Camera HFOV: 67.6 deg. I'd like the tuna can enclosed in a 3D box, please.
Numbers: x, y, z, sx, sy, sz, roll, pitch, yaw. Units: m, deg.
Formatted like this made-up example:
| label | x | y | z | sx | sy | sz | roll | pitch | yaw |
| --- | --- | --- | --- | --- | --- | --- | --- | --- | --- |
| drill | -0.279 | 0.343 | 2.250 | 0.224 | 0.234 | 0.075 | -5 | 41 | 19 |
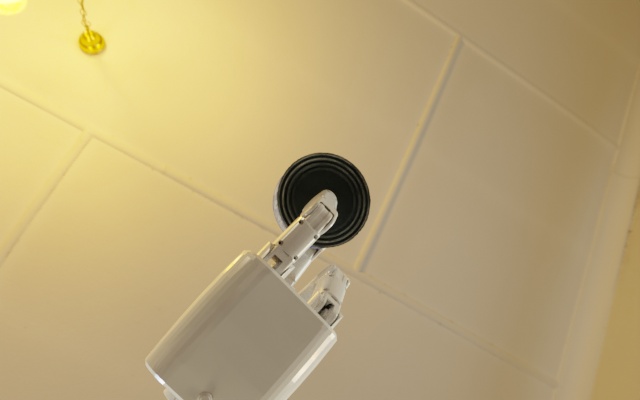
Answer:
| label | x | y | z | sx | sy | sz | roll | pitch | yaw |
| --- | --- | --- | --- | --- | --- | --- | --- | --- | --- |
| tuna can | 0.000 | 0.001 | 0.438 | 0.086 | 0.086 | 0.034 | 0 | -8 | -15 |
